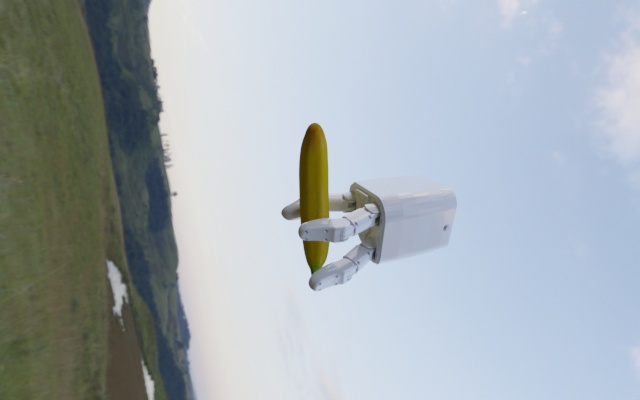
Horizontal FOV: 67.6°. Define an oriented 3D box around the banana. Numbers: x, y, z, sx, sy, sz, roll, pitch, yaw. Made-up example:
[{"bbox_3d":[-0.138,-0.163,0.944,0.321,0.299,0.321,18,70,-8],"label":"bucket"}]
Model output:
[{"bbox_3d":[-0.005,0.001,0.592,0.037,0.198,0.069,-6,14,-14],"label":"banana"}]
